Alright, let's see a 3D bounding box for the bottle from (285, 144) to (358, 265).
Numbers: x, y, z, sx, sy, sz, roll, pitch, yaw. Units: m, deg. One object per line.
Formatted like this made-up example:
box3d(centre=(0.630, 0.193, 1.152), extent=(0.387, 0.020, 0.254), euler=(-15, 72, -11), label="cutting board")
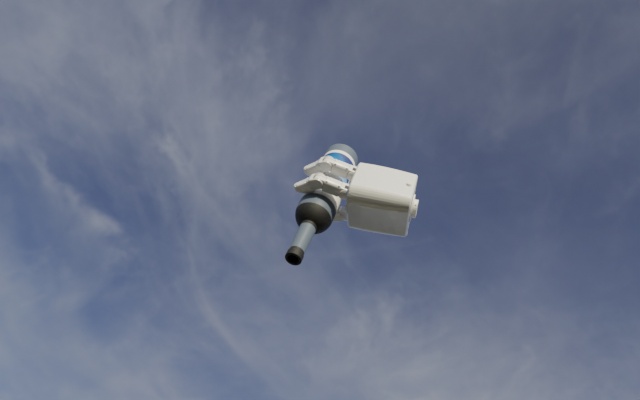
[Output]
box3d(centre=(0.000, 0.003, 0.846), extent=(0.069, 0.069, 0.295), euler=(0, 37, 21), label="bottle")
